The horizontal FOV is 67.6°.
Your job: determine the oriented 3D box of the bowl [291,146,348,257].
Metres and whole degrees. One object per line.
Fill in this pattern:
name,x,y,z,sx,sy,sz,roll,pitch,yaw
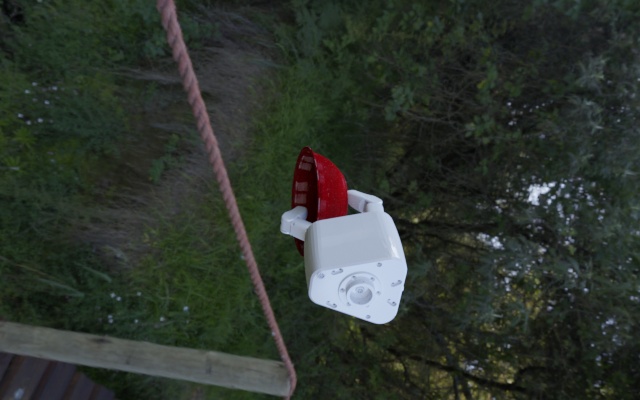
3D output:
bowl,0.000,0.001,0.706,0.055,0.162,0.162,1,0,-16
